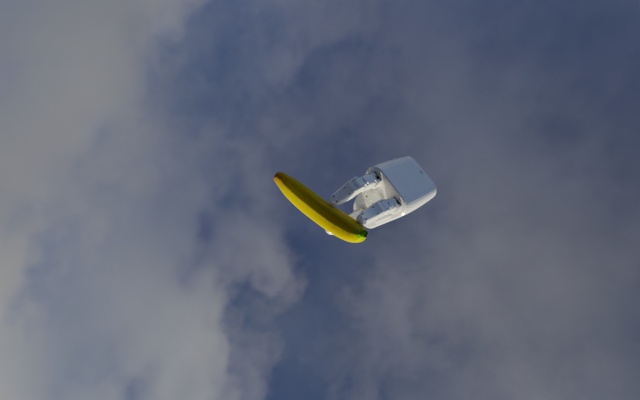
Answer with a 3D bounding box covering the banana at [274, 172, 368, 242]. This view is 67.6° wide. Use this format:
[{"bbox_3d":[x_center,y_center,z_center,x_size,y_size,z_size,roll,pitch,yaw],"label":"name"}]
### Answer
[{"bbox_3d":[0.006,0.015,0.756,0.197,0.037,0.070,32,-25,30],"label":"banana"}]
